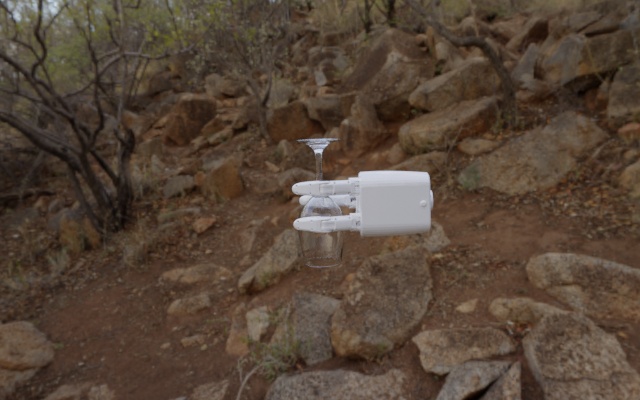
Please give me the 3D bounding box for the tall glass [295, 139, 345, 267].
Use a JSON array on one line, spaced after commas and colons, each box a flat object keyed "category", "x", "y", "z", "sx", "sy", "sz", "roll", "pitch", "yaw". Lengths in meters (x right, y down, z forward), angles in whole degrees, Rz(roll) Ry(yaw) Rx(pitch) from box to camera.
[{"category": "tall glass", "x": 0.000, "y": 0.002, "z": 0.769, "sx": 0.079, "sy": 0.201, "sz": 0.079, "roll": -2, "pitch": 6, "yaw": 0}]
